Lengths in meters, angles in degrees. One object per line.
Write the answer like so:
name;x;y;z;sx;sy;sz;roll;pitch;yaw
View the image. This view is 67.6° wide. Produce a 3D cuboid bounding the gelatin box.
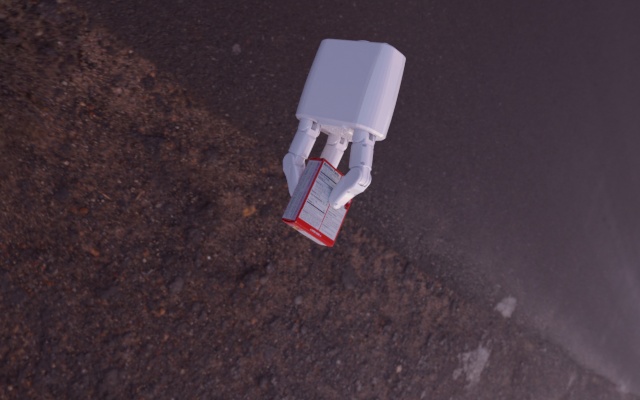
gelatin box;0.000;0.002;0.591;0.030;0.089;0.073;8;-21;45
